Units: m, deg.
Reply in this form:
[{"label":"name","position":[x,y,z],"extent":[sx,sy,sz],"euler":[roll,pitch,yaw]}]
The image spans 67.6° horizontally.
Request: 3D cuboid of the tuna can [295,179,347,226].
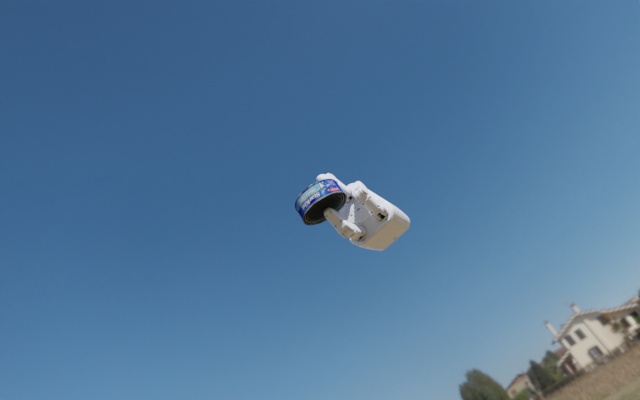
[{"label":"tuna can","position":[0.000,0.002,0.806],"extent":[0.086,0.033,0.086],"euler":[-27,-26,-14]}]
